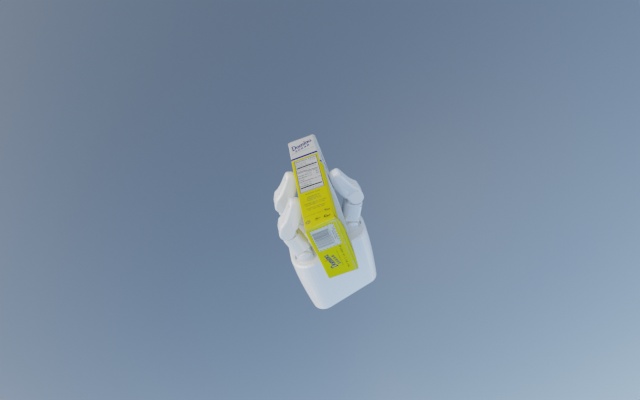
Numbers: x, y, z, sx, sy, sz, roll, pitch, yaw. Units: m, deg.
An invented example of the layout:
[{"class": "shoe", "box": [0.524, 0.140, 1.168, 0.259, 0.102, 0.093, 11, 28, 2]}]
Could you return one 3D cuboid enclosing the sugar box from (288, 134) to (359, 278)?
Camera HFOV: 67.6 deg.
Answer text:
[{"class": "sugar box", "box": [0.000, 0.002, 0.614, 0.048, 0.093, 0.176, -21, 40, 3]}]
